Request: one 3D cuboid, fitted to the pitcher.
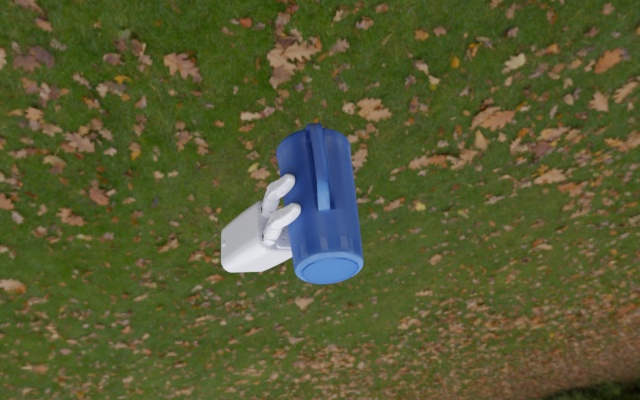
[{"bbox_3d":[0.000,0.003,0.786,0.145,0.242,0.149,-32,-39,32],"label":"pitcher"}]
